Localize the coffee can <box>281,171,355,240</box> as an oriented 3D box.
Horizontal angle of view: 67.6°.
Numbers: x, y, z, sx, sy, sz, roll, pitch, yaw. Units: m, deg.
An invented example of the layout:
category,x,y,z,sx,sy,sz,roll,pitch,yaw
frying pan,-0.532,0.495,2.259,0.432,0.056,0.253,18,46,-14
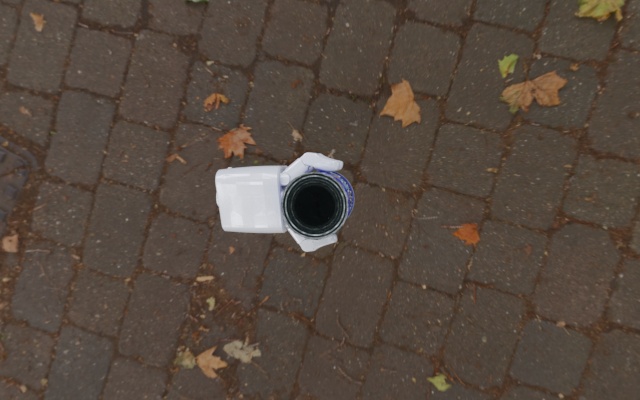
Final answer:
category,x,y,z,sx,sy,sz,roll,pitch,yaw
coffee can,0.000,0.003,0.778,0.103,0.103,0.140,0,4,7
